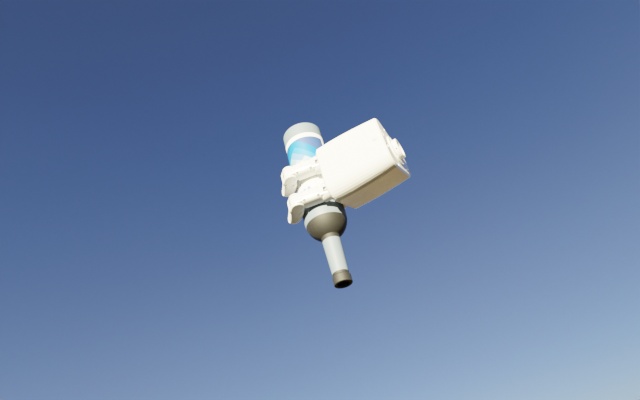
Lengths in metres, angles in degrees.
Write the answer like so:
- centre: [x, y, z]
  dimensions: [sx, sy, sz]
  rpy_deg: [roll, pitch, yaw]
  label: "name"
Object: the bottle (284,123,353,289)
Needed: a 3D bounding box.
- centre: [0.000, 0.002, 0.759]
  dimensions: [0.069, 0.295, 0.069]
  rpy_deg: [-10, -35, -7]
  label: "bottle"
